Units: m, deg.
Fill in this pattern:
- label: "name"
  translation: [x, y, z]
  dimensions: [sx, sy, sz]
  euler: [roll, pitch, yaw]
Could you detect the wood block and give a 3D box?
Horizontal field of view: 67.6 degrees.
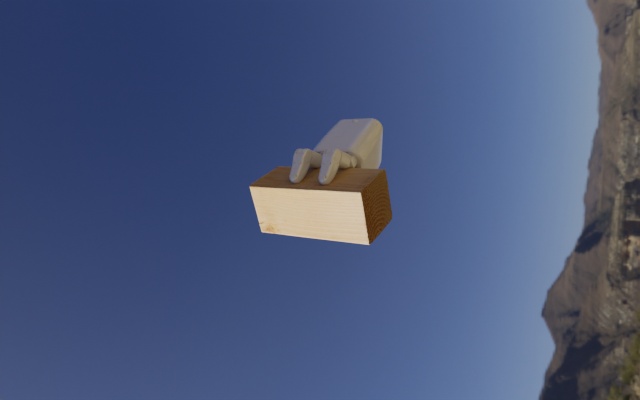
- label: "wood block"
  translation: [0.000, 0.003, 0.775]
  dimensions: [0.206, 0.091, 0.090]
  euler: [4, 28, 33]
